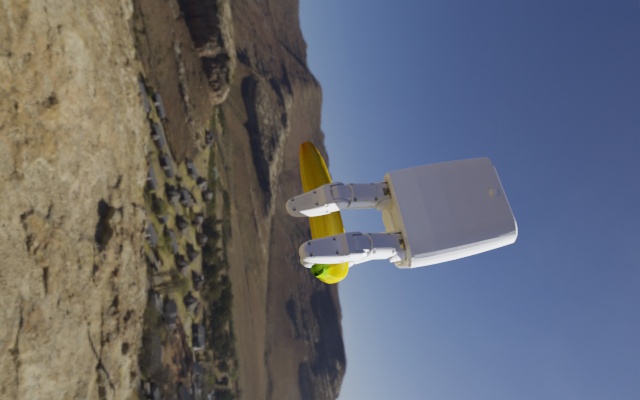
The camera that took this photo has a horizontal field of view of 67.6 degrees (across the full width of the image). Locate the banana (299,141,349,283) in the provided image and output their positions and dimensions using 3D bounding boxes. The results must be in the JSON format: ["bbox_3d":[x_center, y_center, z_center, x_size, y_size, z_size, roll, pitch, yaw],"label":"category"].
[{"bbox_3d":[0.004,0.017,0.511,0.037,0.070,0.197,-12,43,2],"label":"banana"}]
